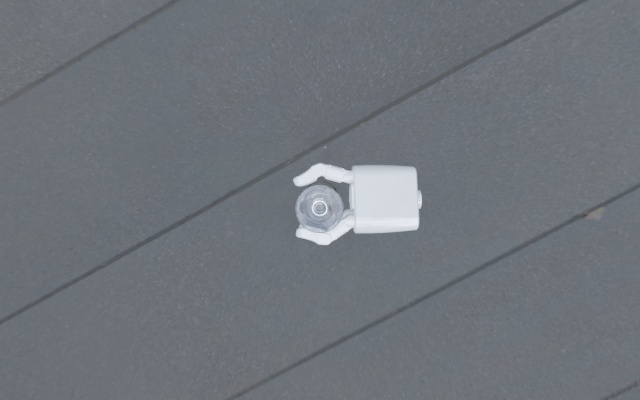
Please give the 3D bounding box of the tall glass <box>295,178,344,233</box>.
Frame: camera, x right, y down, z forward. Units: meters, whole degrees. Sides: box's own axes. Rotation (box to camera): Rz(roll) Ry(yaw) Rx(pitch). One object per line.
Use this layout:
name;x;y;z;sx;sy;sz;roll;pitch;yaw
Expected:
tall glass;0.000;0.003;0.829;0.079;0.079;0.201;0;6;0
